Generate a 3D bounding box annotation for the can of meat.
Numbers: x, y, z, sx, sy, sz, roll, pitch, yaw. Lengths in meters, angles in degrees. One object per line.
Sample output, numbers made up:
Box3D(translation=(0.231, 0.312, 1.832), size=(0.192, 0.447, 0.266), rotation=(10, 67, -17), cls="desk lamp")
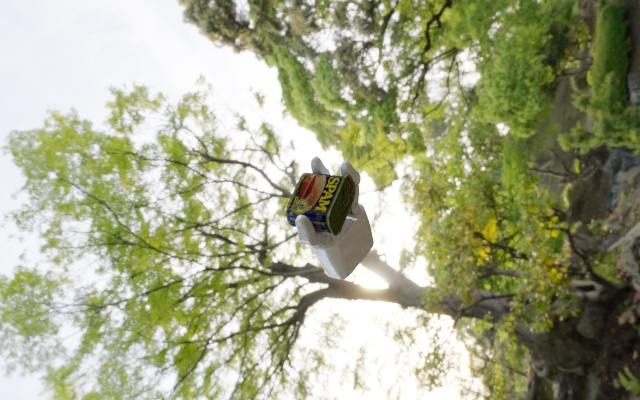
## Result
Box3D(translation=(0.000, 0.003, 0.788), size=(0.084, 0.102, 0.057), rotation=(8, -33, 28), cls="can of meat")
